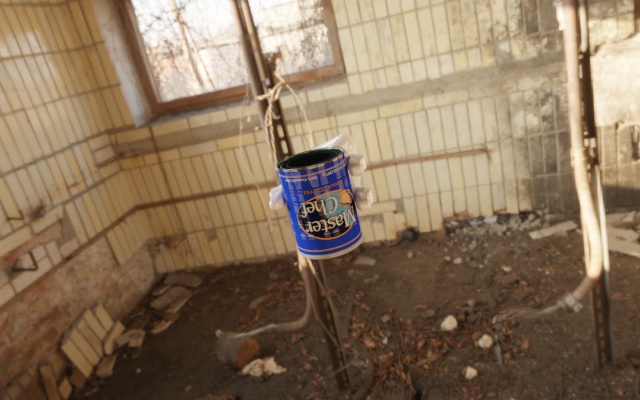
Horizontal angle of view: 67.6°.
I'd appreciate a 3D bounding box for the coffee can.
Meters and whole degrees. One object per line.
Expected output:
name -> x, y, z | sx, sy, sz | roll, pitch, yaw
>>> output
coffee can -> 0.000, 0.003, 0.713 | 0.103, 0.140, 0.102 | -12, 19, 4
